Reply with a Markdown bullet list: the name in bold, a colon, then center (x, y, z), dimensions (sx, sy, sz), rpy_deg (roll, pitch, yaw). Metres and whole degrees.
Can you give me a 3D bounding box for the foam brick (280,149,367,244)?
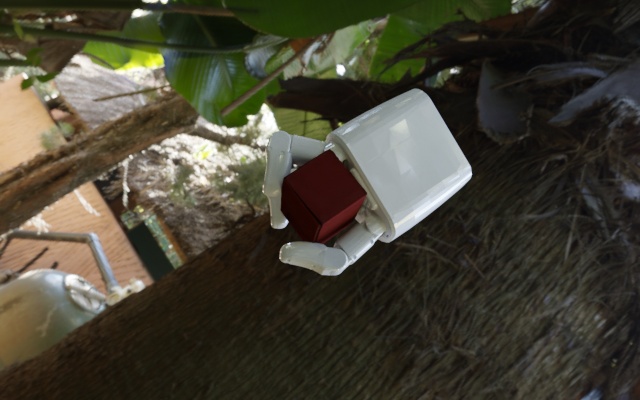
- **foam brick**: center (0.000, 0.001, 0.426), dimensions (0.051, 0.053, 0.078), rpy_deg (-33, -14, -18)
